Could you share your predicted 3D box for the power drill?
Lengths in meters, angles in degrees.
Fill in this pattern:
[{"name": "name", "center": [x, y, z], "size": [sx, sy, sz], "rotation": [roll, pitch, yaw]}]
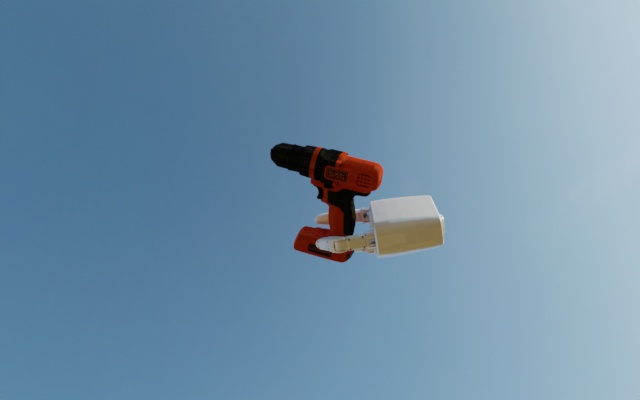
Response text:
[{"name": "power drill", "center": [0.000, 0.003, 0.787], "size": [0.184, 0.188, 0.057], "rotation": [15, 33, 14]}]
